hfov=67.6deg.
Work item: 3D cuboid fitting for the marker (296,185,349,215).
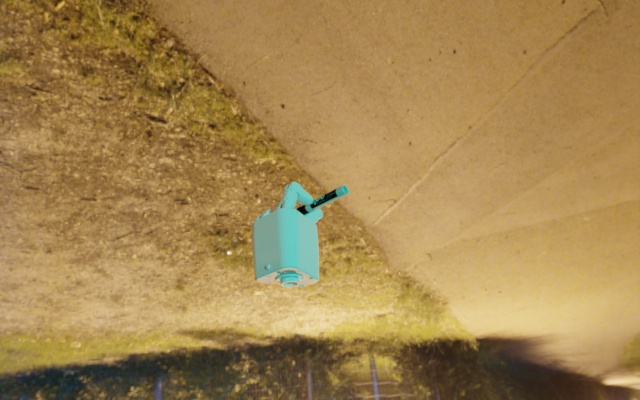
[{"bbox_3d":[0.000,0.003,0.867,0.121,0.020,0.020,-26,-16,36],"label":"marker"}]
